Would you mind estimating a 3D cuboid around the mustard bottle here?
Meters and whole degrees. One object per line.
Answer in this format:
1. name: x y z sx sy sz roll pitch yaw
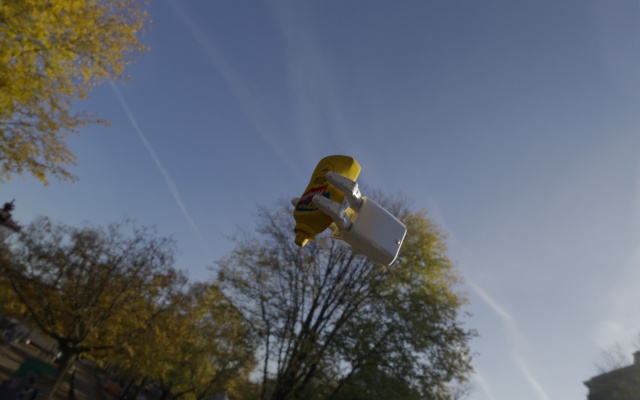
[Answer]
1. mustard bottle: 0.000 0.003 0.900 0.096 0.191 0.058 -1 -38 43
